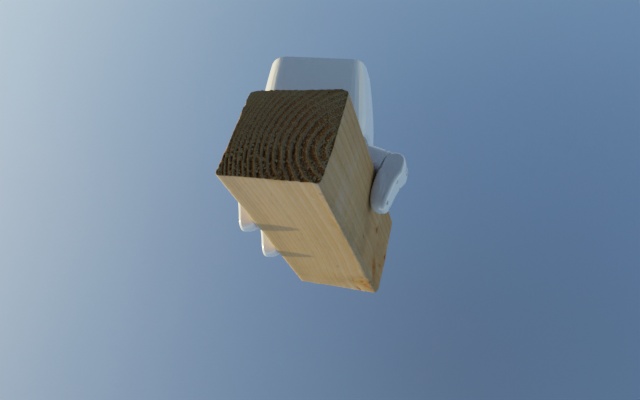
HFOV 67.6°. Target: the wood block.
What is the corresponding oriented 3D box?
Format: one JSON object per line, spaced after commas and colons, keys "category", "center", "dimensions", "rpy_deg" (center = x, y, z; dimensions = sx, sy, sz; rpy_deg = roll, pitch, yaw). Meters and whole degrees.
{"category": "wood block", "center": [0.000, 0.001, 0.447], "dimensions": [0.091, 0.090, 0.206], "rpy_deg": [4, -30, 22]}
